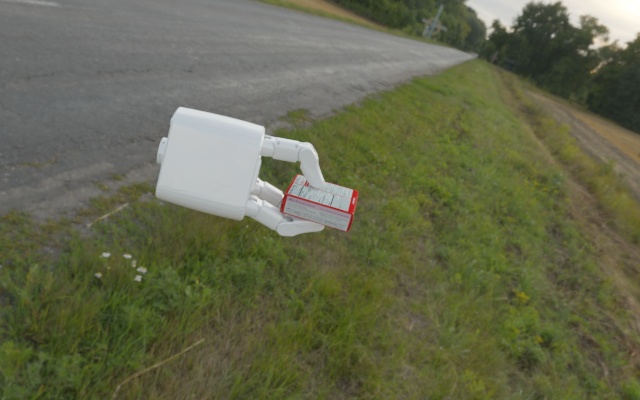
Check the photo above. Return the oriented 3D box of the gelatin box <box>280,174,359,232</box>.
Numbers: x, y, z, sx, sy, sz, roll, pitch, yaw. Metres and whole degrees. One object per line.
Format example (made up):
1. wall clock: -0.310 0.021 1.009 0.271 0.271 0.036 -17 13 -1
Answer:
1. gelatin box: 0.001 0.002 0.605 0.089 0.030 0.073 16 24 2
